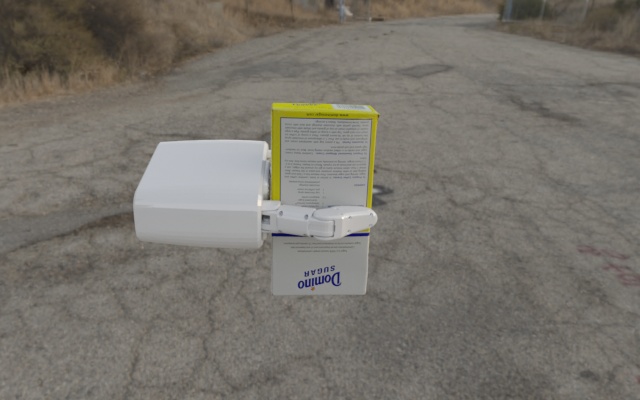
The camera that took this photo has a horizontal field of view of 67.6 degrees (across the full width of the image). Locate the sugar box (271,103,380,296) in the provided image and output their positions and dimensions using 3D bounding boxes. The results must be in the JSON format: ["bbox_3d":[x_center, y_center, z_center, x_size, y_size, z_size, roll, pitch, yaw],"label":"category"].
[{"bbox_3d":[0.000,0.001,0.444,0.093,0.176,0.048,1,21,-5],"label":"sugar box"}]
